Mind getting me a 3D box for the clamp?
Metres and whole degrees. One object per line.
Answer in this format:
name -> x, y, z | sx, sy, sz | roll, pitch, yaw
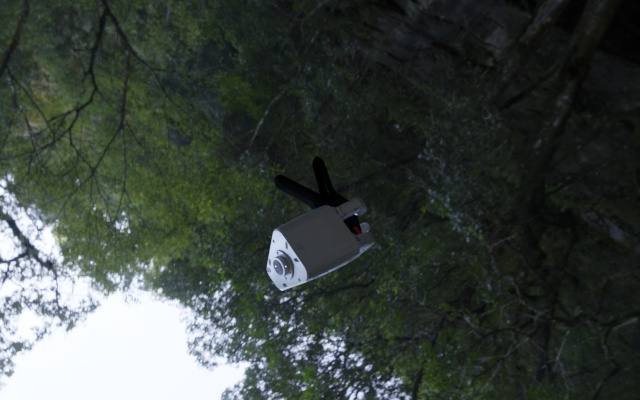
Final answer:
clamp -> 0.000, 0.003, 0.817 | 0.120, 0.171, 0.039 | -22, -22, -37
